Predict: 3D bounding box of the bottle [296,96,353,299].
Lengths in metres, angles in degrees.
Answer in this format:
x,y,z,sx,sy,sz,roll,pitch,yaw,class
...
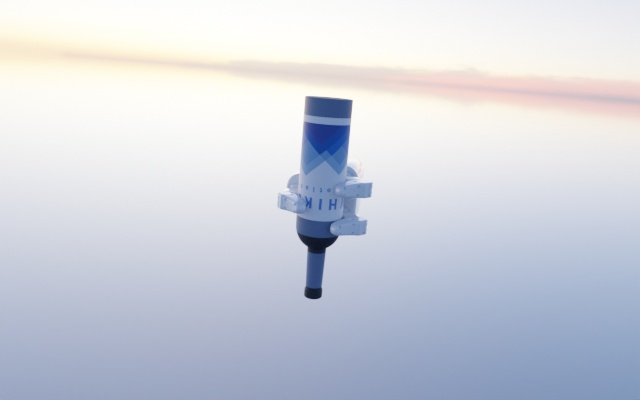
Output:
x,y,z,sx,sy,sz,roll,pitch,yaw,class
0.000,0.002,0.686,0.069,0.296,0.069,4,15,-1,bottle
